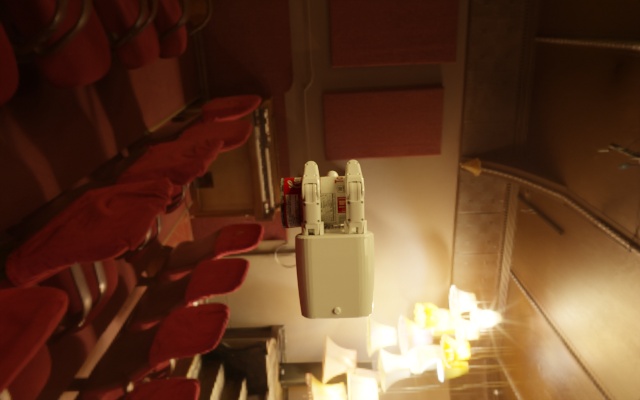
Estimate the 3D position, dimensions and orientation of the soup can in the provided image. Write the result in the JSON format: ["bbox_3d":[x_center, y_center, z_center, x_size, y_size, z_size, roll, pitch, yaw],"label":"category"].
[{"bbox_3d":[0.000,0.002,0.638,0.102,0.068,0.068,-2,0,1],"label":"soup can"}]
